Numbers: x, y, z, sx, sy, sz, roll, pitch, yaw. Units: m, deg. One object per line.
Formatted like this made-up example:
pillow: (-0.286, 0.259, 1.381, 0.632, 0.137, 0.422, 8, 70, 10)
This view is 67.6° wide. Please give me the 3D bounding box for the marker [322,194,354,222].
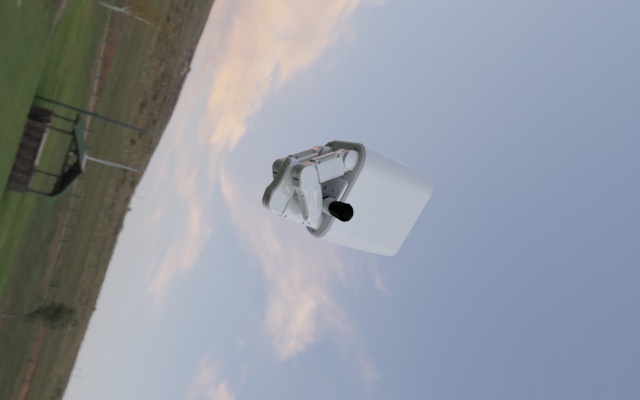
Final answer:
marker: (0.000, 0.002, 0.507, 0.020, 0.020, 0.121, 0, 11, -27)
